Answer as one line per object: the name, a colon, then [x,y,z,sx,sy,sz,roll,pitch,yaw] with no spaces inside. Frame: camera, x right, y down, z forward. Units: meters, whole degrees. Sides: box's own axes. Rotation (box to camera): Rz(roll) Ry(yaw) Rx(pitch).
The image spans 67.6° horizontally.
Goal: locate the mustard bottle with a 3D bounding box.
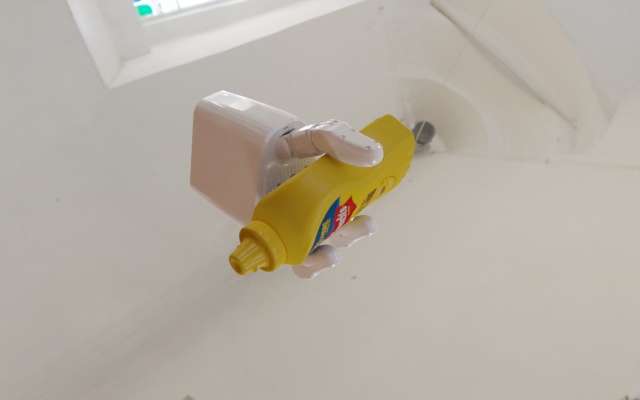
mustard bottle: [0.000,0.001,0.405,0.191,0.058,0.096,-36,-16,-35]
